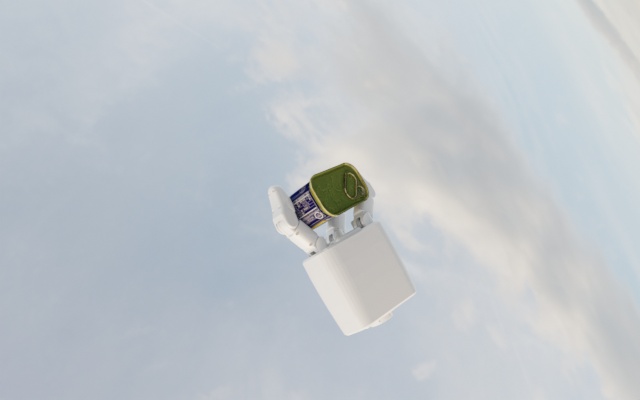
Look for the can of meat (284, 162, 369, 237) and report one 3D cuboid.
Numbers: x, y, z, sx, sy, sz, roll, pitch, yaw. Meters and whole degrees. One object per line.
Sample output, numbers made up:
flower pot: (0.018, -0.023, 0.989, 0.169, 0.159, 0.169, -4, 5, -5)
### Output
can of meat: (0.000, 0.002, 0.618, 0.084, 0.057, 0.102, -35, -5, 39)
